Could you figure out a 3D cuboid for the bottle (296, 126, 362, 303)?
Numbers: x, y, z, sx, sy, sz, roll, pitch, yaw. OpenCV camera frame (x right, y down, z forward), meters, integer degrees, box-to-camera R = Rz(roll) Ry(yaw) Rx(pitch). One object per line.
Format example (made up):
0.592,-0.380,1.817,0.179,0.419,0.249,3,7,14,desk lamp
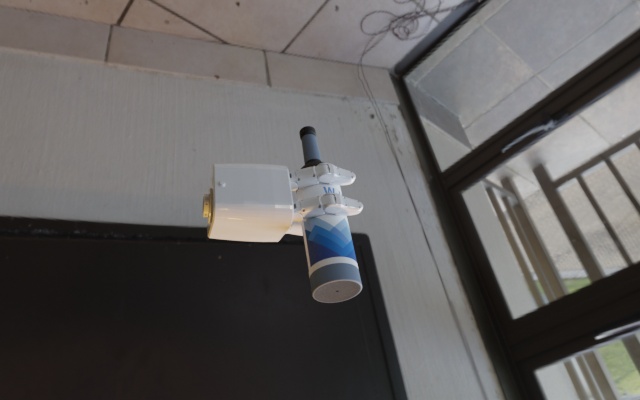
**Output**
0.000,0.003,0.709,0.069,0.295,0.069,-7,-36,-5,bottle
